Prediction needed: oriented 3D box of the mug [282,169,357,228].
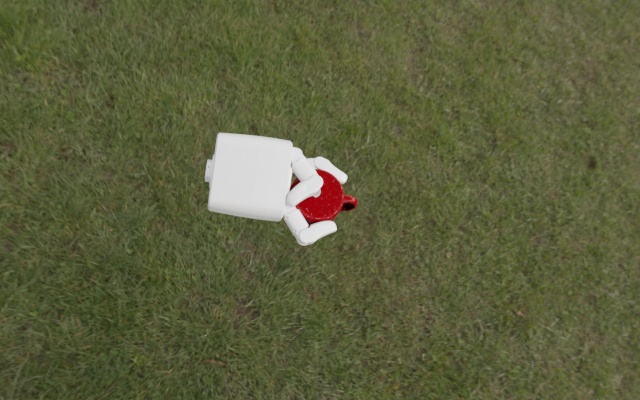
[{"bbox_3d":[0.002,0.003,0.740,0.117,0.093,0.081,6,-17,-11],"label":"mug"}]
